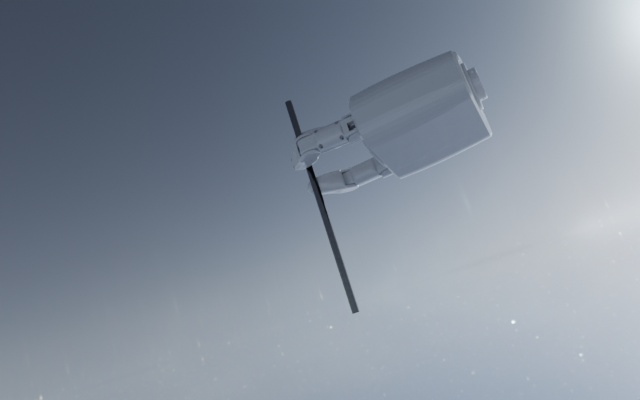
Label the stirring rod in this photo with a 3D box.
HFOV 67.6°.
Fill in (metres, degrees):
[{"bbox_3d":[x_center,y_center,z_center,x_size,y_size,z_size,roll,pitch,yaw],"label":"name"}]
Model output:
[{"bbox_3d":[0.000,0.002,0.508,0.011,0.239,0.011,-17,-13,-4],"label":"stirring rod"}]
